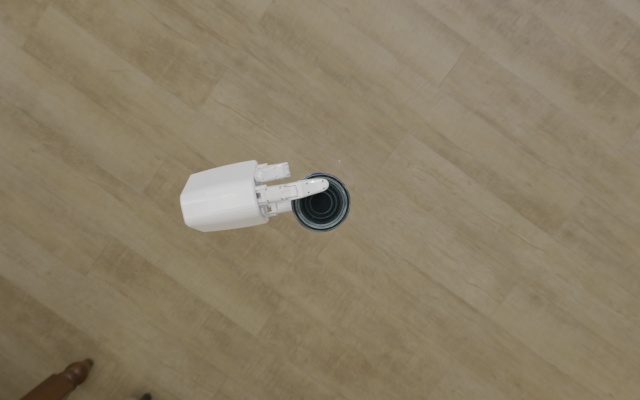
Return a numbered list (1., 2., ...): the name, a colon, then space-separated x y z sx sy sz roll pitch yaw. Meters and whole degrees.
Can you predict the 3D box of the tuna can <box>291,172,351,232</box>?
1. tuna can: 0.000 0.002 0.688 0.086 0.086 0.034 0 4 -3
